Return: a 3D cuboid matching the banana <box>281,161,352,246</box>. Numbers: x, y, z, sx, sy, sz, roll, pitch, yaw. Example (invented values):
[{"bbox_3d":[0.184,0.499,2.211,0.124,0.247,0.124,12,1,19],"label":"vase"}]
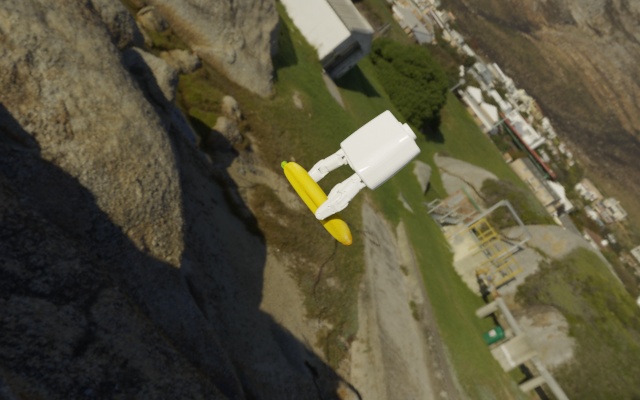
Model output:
[{"bbox_3d":[-0.004,0.001,0.850,0.037,0.198,0.069,-38,-3,7],"label":"banana"}]
